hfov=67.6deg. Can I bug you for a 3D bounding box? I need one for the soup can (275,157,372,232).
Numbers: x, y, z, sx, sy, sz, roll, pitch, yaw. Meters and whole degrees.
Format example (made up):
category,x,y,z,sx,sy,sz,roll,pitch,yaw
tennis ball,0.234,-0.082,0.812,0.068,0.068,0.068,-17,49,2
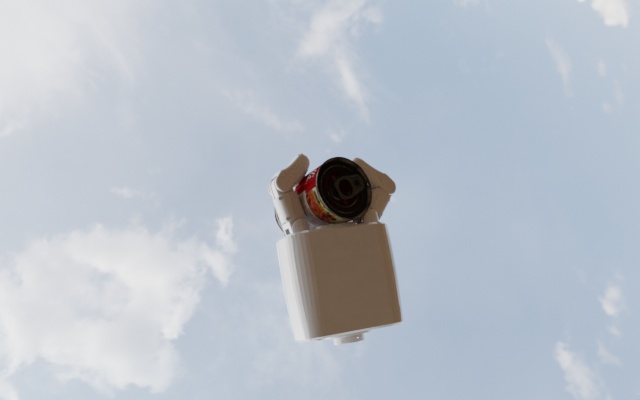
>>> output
category,x,y,z,sx,sy,sz,roll,pitch,yaw
soup can,0.000,0.001,0.528,0.068,0.068,0.102,0,-17,-32
